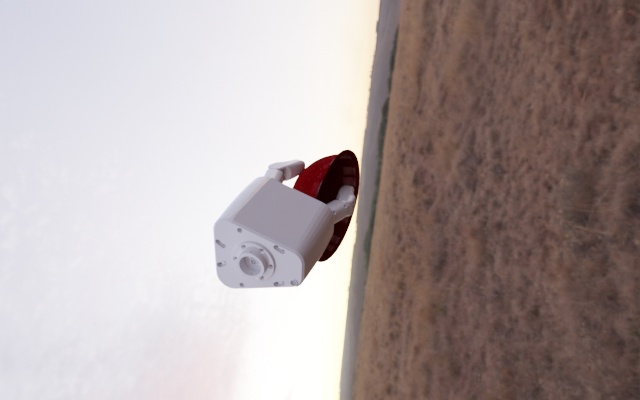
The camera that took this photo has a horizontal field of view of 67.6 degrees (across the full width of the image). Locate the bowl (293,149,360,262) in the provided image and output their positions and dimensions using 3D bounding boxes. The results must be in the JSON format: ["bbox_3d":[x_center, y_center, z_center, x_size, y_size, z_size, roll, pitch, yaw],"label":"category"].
[{"bbox_3d":[0.000,0.002,0.673,0.055,0.162,0.162,16,6,23],"label":"bowl"}]
